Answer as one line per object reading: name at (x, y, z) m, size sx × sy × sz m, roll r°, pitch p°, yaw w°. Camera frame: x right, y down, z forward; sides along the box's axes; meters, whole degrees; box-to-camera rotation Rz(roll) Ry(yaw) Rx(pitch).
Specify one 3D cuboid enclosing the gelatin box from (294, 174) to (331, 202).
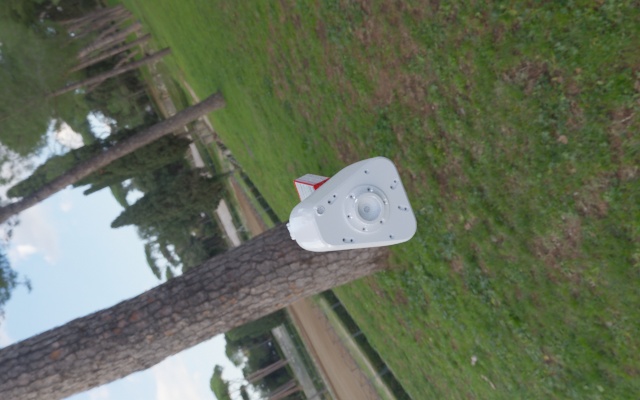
gelatin box at (0.000, 0.002, 0.674) m, size 0.030 × 0.073 × 0.089 m, roll -26°, pitch 15°, yaw -18°
